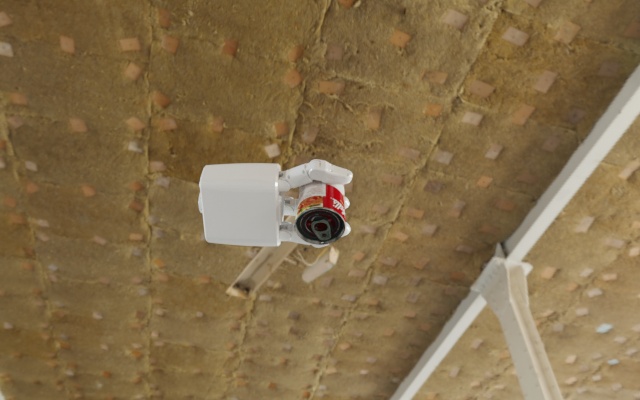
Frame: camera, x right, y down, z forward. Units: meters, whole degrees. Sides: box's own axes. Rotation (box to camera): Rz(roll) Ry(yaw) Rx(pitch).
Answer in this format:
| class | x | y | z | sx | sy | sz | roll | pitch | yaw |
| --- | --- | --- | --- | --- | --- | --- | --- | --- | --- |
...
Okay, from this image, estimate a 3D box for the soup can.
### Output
| class | x | y | z | sx | sy | sz | roll | pitch | yaw |
| --- | --- | --- | --- | --- | --- | --- | --- | --- | --- |
| soup can | 0.001 | 0.002 | 0.666 | 0.068 | 0.069 | 0.102 | 0 | 41 | 1 |
